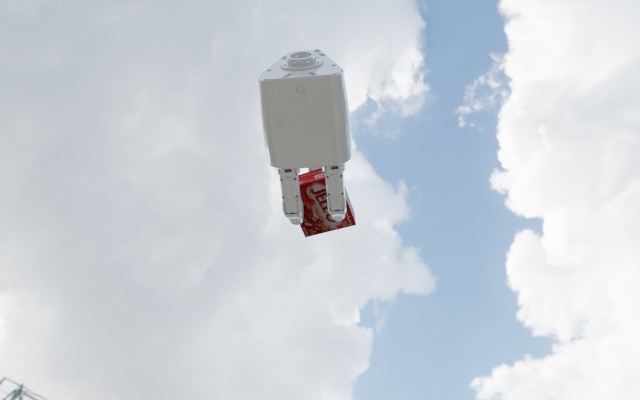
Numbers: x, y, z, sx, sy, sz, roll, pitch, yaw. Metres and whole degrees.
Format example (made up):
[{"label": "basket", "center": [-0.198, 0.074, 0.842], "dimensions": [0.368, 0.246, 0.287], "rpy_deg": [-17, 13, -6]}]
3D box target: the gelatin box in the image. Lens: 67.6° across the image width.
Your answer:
[{"label": "gelatin box", "center": [0.000, 0.002, 0.631], "dimensions": [0.073, 0.089, 0.030], "rpy_deg": [-15, 36, 11]}]
